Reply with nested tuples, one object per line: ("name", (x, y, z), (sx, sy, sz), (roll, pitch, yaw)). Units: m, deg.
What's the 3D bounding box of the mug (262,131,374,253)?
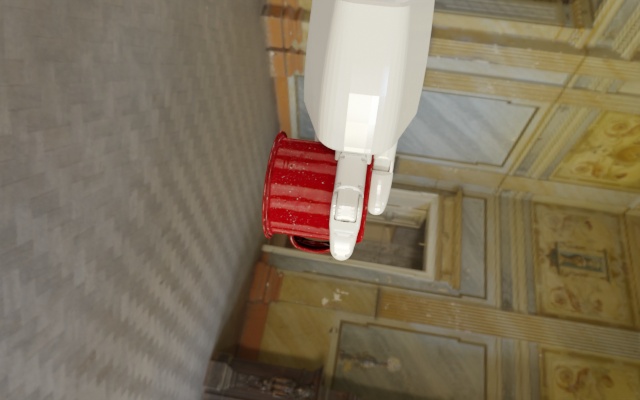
("mug", (0.000, 0.003, 0.416), (0.081, 0.117, 0.093), (8, 36, 5))
